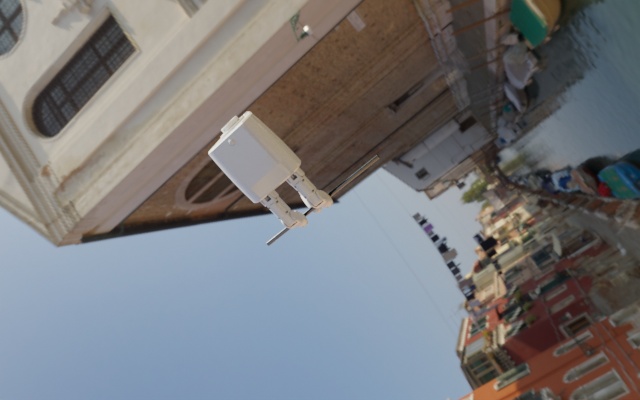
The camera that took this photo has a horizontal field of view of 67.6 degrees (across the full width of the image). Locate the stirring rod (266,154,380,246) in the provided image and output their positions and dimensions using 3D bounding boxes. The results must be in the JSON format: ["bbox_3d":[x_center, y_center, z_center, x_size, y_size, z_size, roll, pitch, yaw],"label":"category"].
[{"bbox_3d":[0.000,0.002,0.779,0.239,0.011,0.011,-39,-13,17],"label":"stirring rod"}]
